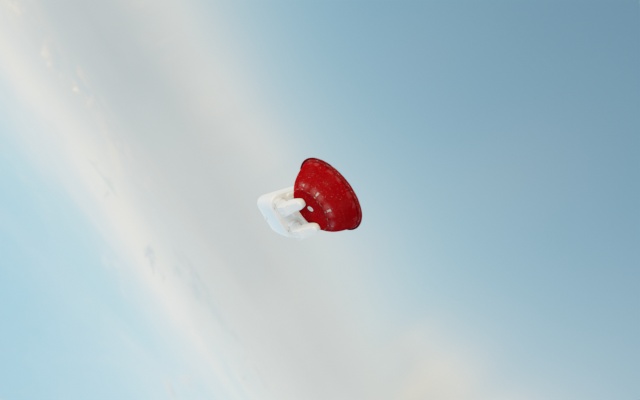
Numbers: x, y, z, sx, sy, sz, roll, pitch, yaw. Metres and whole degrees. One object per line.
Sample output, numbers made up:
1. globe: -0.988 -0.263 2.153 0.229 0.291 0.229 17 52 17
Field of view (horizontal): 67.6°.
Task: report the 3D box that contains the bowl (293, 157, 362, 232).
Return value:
1. bowl: 0.000 0.003 0.882 0.055 0.162 0.162 -38 19 -27
